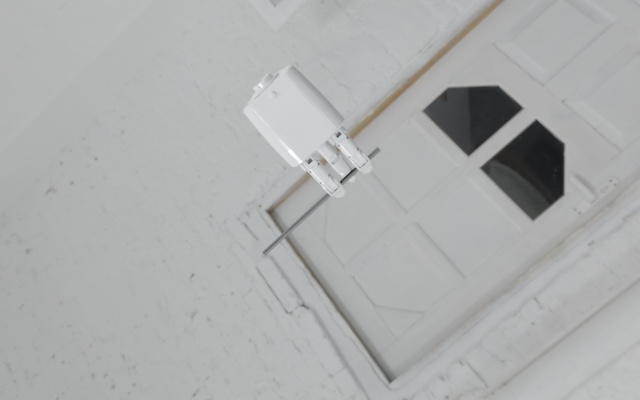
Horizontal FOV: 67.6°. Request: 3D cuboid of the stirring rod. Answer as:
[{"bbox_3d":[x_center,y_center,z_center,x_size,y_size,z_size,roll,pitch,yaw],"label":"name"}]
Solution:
[{"bbox_3d":[0.000,0.002,0.733,0.239,0.011,0.011,-42,-6,6],"label":"stirring rod"}]
